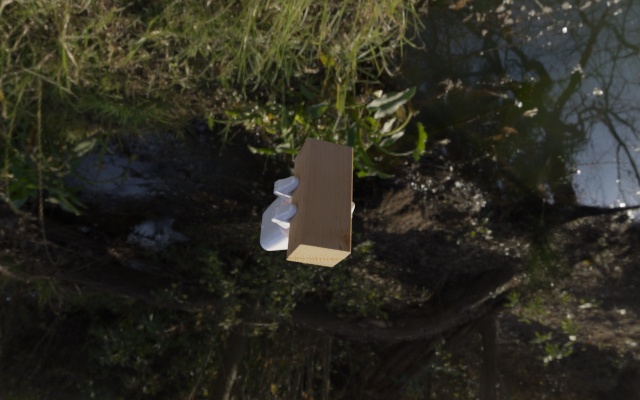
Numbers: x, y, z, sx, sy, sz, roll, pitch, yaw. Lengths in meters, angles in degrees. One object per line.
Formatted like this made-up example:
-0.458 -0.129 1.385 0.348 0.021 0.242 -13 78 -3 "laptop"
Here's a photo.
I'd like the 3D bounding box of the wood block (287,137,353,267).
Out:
0.000 0.003 0.860 0.091 0.206 0.090 11 -27 -16 "wood block"
